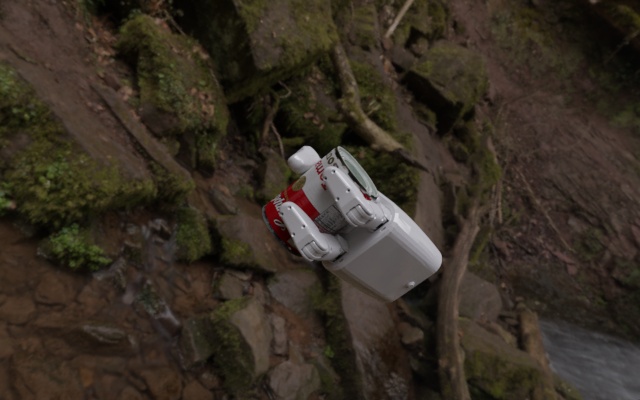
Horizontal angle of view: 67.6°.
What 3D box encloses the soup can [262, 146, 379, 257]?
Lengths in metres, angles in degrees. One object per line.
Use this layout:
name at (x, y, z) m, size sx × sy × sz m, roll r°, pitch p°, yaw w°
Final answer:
soup can at (0.000, 0.001, 0.490) m, size 0.102 × 0.068 × 0.068 m, roll -39°, pitch -12°, yaw 16°
